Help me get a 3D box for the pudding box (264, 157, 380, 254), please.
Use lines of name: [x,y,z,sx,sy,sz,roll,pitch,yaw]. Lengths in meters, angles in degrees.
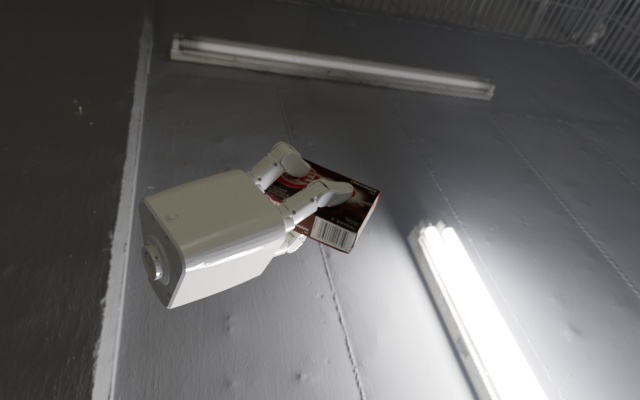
pudding box: [0.000,0.002,0.536,0.113,0.039,0.090,25,39,9]
